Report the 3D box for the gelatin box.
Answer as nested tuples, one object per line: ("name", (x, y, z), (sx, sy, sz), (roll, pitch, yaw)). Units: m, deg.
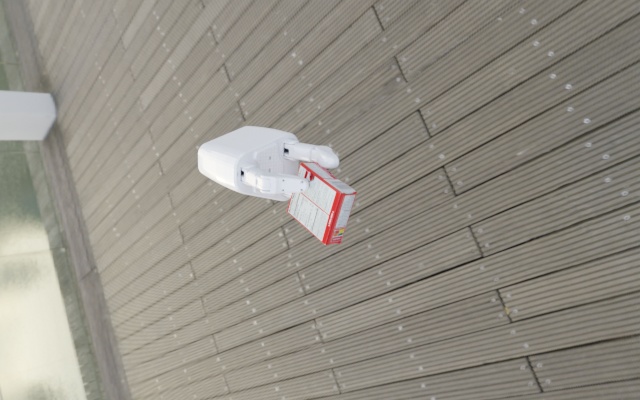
("gelatin box", (0.000, 0.002, 0.600), (0.030, 0.073, 0.089), (-4, 31, -39))
